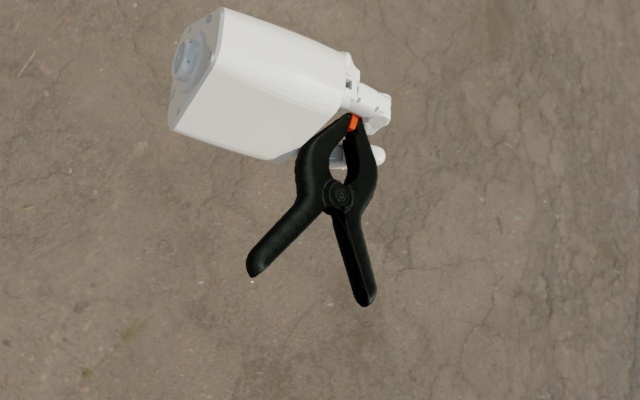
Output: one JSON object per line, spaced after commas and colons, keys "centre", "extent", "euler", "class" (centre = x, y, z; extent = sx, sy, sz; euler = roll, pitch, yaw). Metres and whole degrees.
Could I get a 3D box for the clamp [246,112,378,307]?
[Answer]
{"centre": [0.001, 0.001, 0.410], "extent": [0.120, 0.171, 0.039], "euler": [12, -16, -32], "class": "clamp"}
